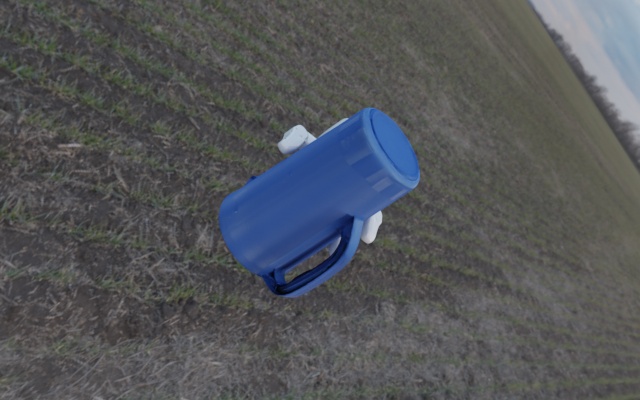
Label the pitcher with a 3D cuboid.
[{"bbox_3d":[0.000,0.002,0.595,0.243,0.149,0.145,-33,12,30],"label":"pitcher"}]
